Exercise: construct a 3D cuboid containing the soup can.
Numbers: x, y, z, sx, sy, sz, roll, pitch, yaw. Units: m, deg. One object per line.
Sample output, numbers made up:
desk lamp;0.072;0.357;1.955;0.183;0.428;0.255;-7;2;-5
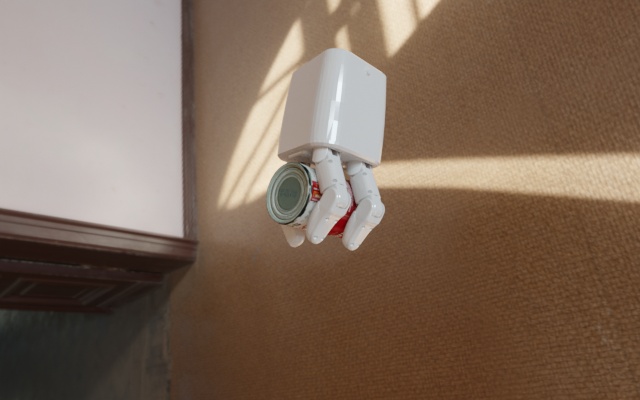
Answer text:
soup can;0.000;0.002;0.522;0.068;0.068;0.102;0;-11;44
